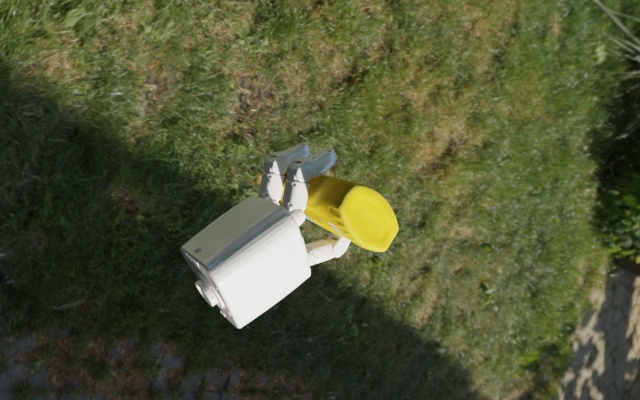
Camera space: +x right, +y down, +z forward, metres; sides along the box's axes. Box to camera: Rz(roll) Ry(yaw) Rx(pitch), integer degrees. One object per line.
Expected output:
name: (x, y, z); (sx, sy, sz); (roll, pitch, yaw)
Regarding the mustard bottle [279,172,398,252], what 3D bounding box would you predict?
mustard bottle: (0.000, 0.002, 0.580); (0.096, 0.058, 0.191); (41, -13, -36)
